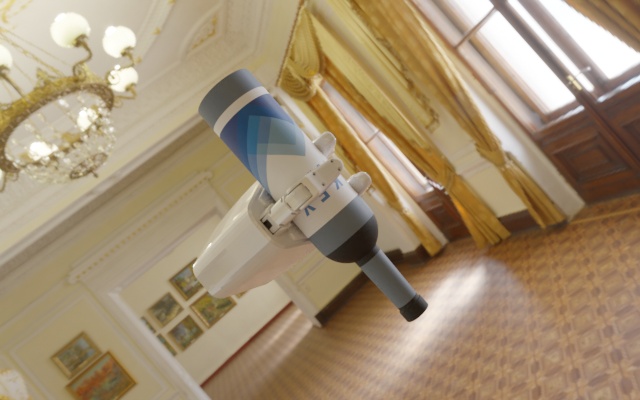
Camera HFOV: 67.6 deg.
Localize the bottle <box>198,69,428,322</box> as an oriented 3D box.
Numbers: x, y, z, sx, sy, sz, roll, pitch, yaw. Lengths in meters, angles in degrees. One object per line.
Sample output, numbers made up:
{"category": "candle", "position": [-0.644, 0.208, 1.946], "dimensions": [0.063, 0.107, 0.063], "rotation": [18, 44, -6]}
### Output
{"category": "bottle", "position": [0.000, 0.001, 0.477], "dimensions": [0.069, 0.295, 0.069], "rotation": [-41, -1, -1]}
